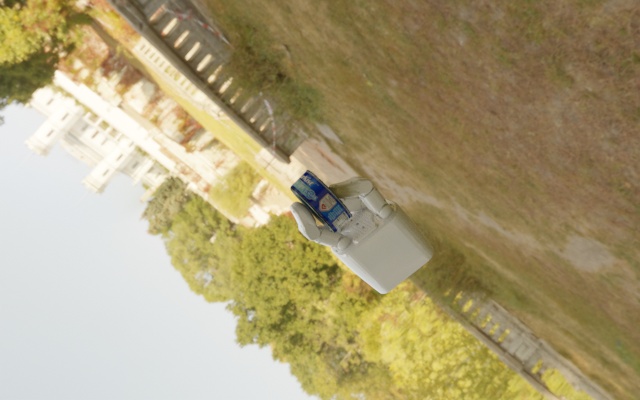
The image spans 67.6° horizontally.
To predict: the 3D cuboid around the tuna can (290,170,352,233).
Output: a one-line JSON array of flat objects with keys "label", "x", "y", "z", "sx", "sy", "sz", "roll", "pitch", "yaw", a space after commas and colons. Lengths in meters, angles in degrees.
[{"label": "tuna can", "x": 0.000, "y": 0.002, "z": 0.623, "sx": 0.034, "sy": 0.086, "sz": 0.086, "roll": -44, "pitch": 4, "yaw": -5}]
